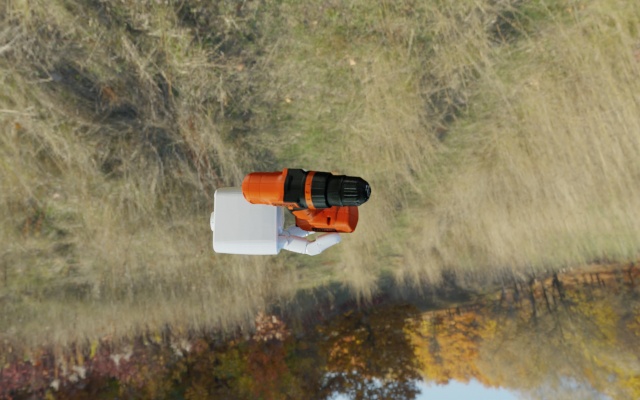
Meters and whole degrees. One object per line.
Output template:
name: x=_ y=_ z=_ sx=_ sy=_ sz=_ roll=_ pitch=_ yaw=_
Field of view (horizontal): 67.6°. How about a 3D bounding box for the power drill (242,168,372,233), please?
power drill: x=0.000 y=0.003 z=0.717 sx=0.184 sy=0.057 sz=0.188 roll=4 pitch=-16 yaw=20
